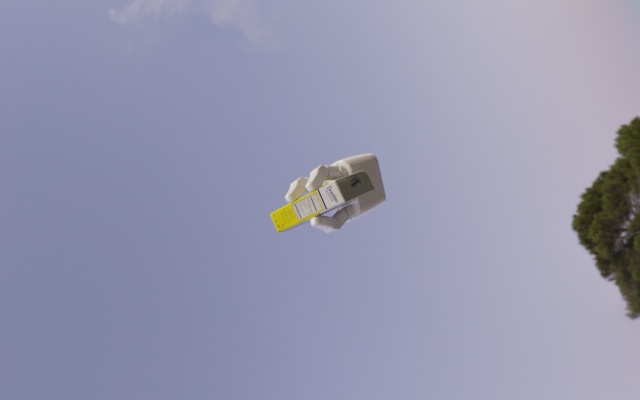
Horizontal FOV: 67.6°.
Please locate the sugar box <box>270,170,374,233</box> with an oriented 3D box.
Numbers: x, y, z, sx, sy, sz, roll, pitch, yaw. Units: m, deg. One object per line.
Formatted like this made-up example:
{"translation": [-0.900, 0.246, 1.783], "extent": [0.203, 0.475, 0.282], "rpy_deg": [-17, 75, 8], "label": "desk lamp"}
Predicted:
{"translation": [0.000, 0.002, 0.851], "extent": [0.176, 0.048, 0.093], "rpy_deg": [-29, -5, 41], "label": "sugar box"}
